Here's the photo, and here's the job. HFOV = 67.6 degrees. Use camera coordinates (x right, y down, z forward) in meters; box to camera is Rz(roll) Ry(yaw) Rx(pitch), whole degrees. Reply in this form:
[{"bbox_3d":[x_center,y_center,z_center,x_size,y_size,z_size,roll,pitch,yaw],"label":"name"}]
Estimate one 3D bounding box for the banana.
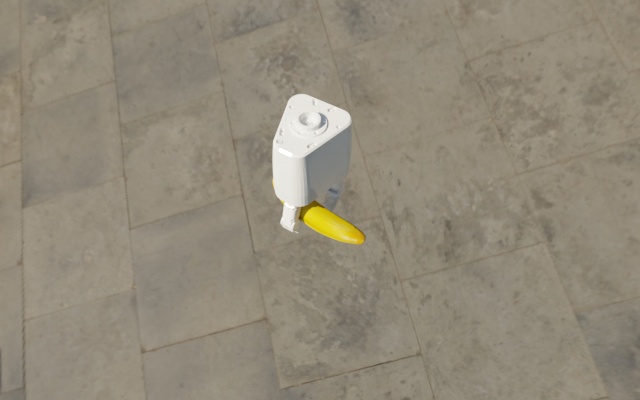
[{"bbox_3d":[-0.016,0.005,0.731,0.069,0.037,0.197,-20,51,-38],"label":"banana"}]
